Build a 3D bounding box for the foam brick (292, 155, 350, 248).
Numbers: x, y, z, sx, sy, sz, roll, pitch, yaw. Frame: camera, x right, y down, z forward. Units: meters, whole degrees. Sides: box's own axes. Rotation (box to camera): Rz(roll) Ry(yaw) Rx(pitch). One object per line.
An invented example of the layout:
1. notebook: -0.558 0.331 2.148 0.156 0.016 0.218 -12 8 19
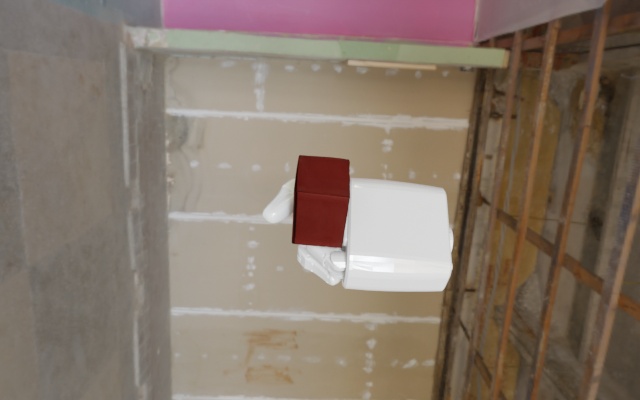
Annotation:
1. foam brick: 0.000 0.001 0.470 0.051 0.053 0.078 5 -43 -1
